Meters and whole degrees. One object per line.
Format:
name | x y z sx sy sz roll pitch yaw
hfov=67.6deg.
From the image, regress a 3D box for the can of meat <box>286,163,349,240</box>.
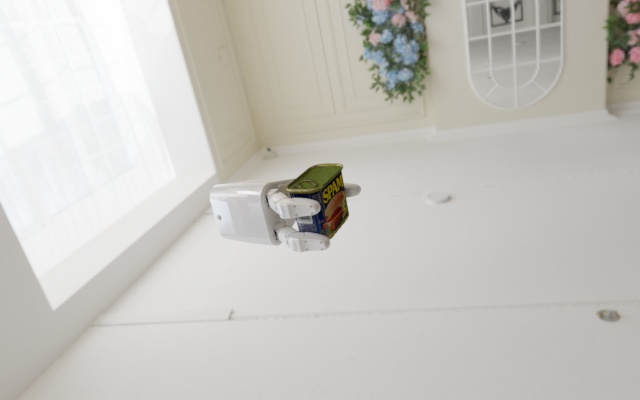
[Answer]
can of meat | 0.000 0.003 0.699 0.057 0.084 0.102 1 25 27
